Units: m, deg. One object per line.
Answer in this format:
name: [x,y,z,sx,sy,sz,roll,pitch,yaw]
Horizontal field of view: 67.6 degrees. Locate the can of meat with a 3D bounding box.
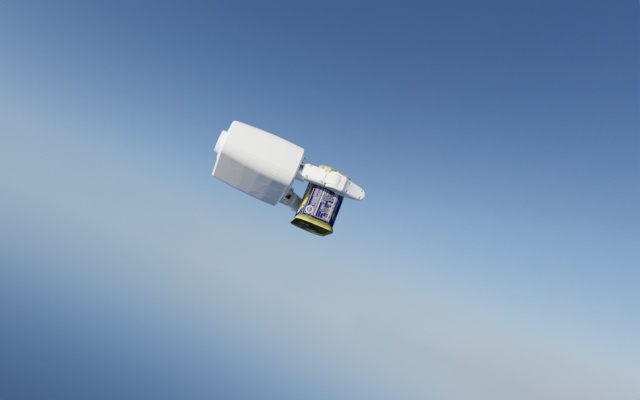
can of meat: [0.000,0.002,0.707,0.057,0.084,0.102,23,-12,-7]
